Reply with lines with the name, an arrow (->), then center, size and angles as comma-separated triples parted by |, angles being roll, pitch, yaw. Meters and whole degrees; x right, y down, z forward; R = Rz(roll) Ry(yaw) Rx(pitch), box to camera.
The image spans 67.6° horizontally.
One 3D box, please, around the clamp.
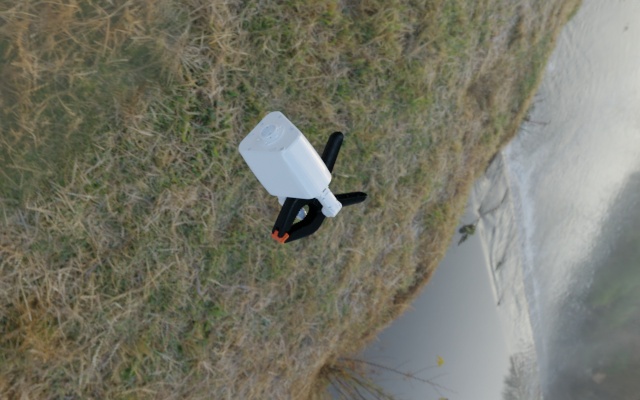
clamp -> 0.000, 0.003, 0.850 | 0.036, 0.210, 0.165 | 25, -22, 44
